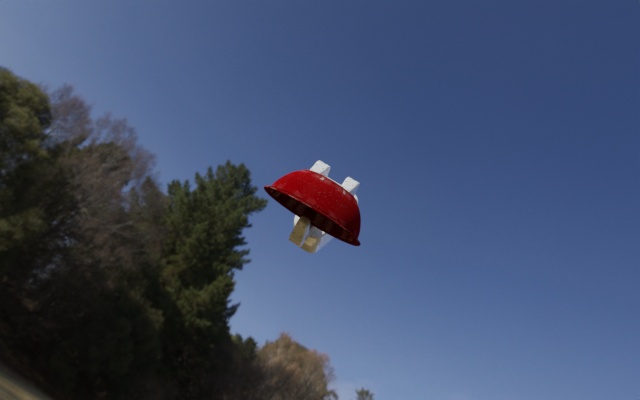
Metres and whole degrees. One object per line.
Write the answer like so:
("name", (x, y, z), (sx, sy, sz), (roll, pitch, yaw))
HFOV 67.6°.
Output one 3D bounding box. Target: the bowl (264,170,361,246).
("bowl", (0.001, 0.002, 0.691), (0.162, 0.055, 0.162), (30, -9, 5))
